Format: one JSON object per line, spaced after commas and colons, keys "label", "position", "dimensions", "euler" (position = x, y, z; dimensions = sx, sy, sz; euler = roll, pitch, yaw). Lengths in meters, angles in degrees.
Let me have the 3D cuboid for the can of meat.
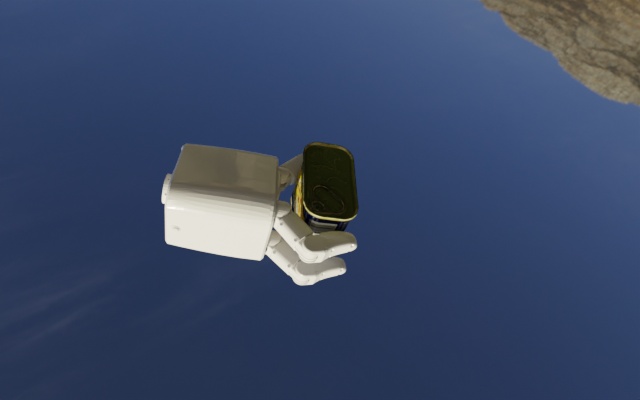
{"label": "can of meat", "position": [0.000, 0.002, 0.528], "dimensions": [0.057, 0.102, 0.084], "euler": [7, -38, -12]}
